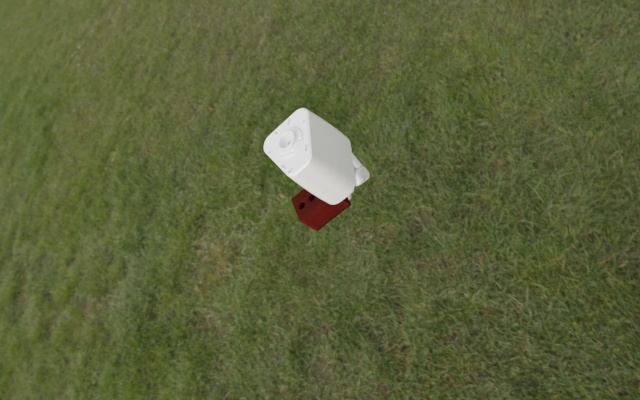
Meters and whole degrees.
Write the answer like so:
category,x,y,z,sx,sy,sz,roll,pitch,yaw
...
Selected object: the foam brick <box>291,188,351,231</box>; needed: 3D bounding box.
category,x,y,z,sx,sy,sz,roll,pitch,yaw
foam brick,0.000,0.003,0.792,0.078,0.053,0.051,-39,-39,19
